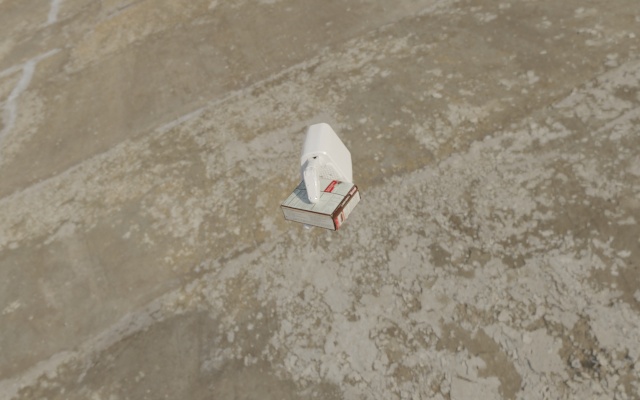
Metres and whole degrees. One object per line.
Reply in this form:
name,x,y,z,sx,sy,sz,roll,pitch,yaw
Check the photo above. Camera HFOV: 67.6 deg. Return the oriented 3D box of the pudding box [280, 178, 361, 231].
pudding box,0.000,0.003,0.836,0.113,0.039,0.090,9,45,35
